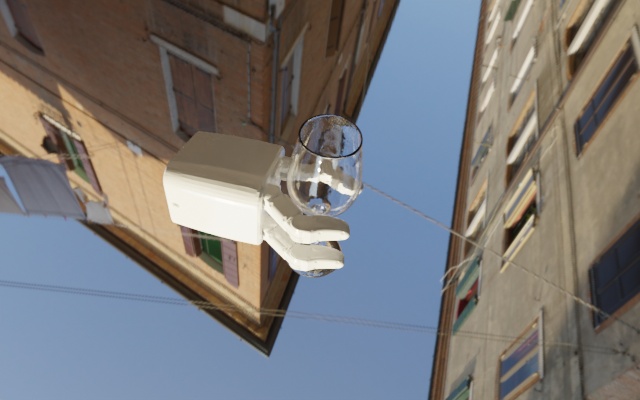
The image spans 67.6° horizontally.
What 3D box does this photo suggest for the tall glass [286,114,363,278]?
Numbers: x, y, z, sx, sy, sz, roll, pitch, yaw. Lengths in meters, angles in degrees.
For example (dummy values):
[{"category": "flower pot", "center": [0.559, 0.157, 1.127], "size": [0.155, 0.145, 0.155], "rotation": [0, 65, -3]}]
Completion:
[{"category": "tall glass", "center": [0.000, 0.002, 0.527], "size": [0.079, 0.079, 0.201], "rotation": [0, -40, -8]}]
